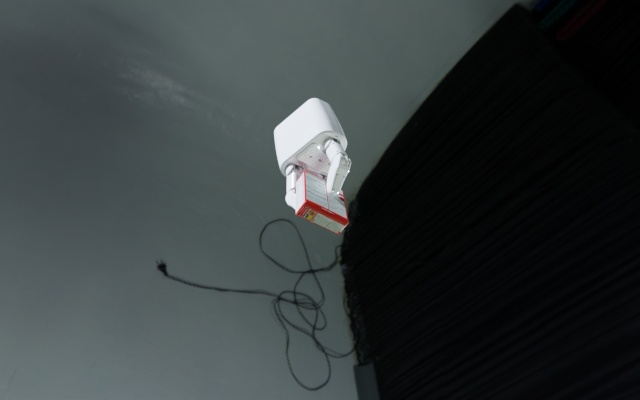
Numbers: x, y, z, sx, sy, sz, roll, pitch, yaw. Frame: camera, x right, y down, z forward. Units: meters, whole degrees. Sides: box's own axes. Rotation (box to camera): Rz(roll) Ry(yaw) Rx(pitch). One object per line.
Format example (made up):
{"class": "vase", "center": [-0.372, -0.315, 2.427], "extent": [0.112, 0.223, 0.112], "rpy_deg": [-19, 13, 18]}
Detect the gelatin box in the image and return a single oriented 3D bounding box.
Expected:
{"class": "gelatin box", "center": [0.000, 0.002, 0.706], "extent": [0.073, 0.030, 0.089], "rpy_deg": [27, 28, -20]}
